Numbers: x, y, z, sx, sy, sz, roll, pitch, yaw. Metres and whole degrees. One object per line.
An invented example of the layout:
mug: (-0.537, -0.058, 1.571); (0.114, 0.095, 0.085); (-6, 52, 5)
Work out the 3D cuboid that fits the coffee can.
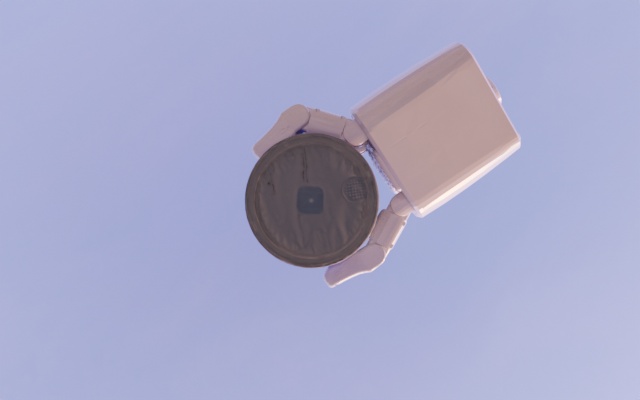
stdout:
coffee can: (0.000, 0.002, 0.428); (0.103, 0.103, 0.140); (0, -1, 6)
